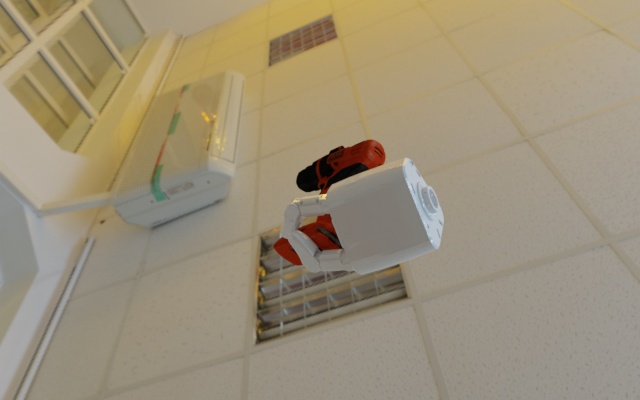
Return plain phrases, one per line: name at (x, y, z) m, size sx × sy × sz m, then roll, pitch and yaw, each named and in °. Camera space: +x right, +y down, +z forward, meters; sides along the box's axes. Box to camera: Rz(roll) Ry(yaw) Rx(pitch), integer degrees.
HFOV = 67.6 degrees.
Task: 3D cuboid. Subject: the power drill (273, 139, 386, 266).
power drill at (0.000, 0.003, 0.707) m, size 0.057 × 0.187 × 0.184 m, roll 39°, pitch -35°, yaw -24°
